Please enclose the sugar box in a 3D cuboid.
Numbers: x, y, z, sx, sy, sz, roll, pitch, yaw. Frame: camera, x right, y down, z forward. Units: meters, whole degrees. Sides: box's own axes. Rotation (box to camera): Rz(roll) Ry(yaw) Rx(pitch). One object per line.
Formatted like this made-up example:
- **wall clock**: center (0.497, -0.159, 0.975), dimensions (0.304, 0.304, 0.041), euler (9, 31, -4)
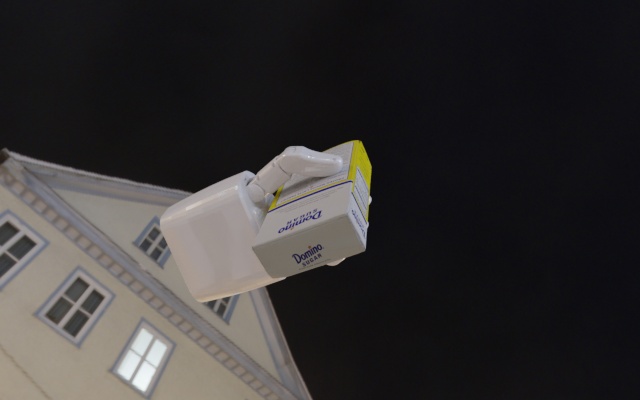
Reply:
- **sugar box**: center (0.000, 0.002, 0.474), dimensions (0.093, 0.048, 0.176), euler (-20, 25, 18)
